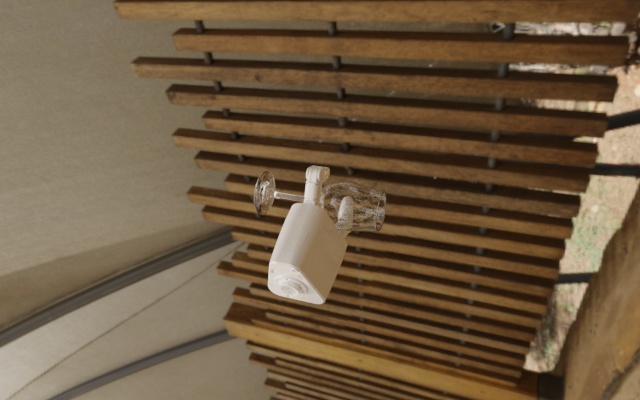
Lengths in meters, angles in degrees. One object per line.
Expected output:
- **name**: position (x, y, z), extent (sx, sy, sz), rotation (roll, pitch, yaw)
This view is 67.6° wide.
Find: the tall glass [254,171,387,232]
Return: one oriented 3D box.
- **tall glass**: position (0.000, 0.002, 0.758), extent (0.201, 0.079, 0.079), rotation (9, 3, 19)
